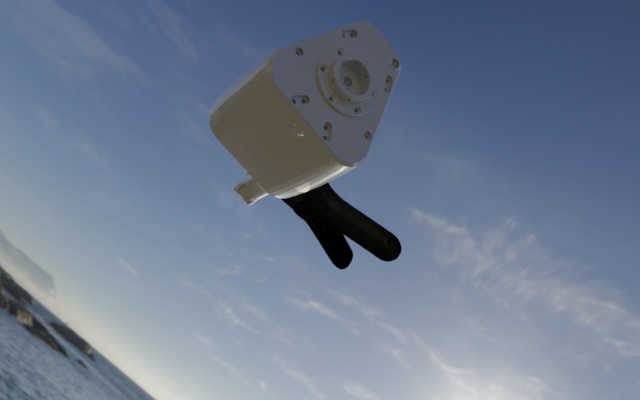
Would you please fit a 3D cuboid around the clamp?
[{"bbox_3d":[0.000,0.001,0.447,0.039,0.171,0.120,-50,17,-28],"label":"clamp"}]
